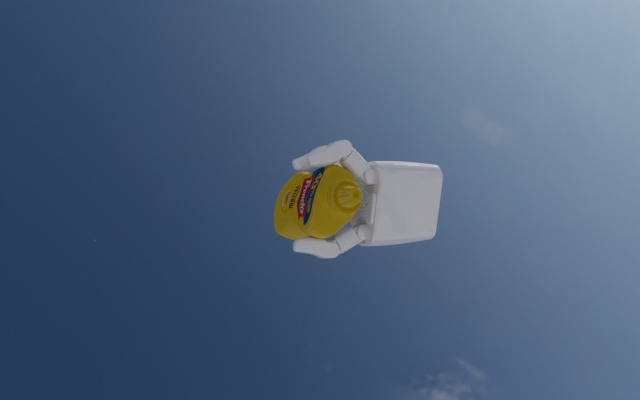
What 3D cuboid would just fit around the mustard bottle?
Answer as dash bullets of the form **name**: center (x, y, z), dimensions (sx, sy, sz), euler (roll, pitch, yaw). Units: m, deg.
- **mustard bottle**: center (0.000, 0.002, 0.621), dimensions (0.058, 0.096, 0.191), euler (25, -14, -22)
